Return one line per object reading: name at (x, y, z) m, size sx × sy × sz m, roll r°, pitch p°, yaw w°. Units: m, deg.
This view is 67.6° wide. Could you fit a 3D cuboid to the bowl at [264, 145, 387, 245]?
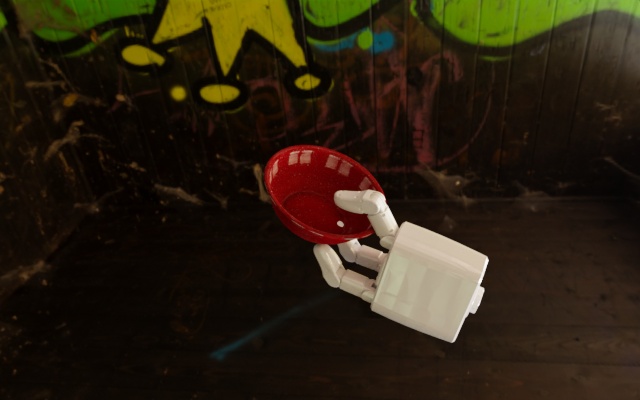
bowl at (-0.001, 0.001, 0.609) m, size 0.162 × 0.162 × 0.055 m, roll 0°, pitch -42°, yaw -27°
